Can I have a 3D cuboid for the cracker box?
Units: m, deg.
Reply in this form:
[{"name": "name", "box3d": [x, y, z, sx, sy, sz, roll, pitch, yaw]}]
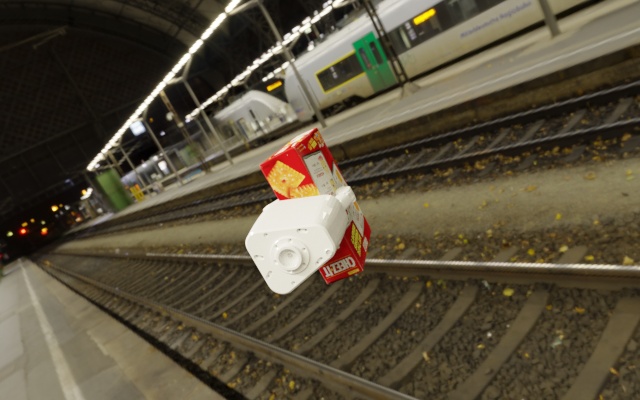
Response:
[{"name": "cracker box", "box3d": [0.000, 0.002, 0.774, 0.072, 0.214, 0.164, -24, 13, 18]}]
